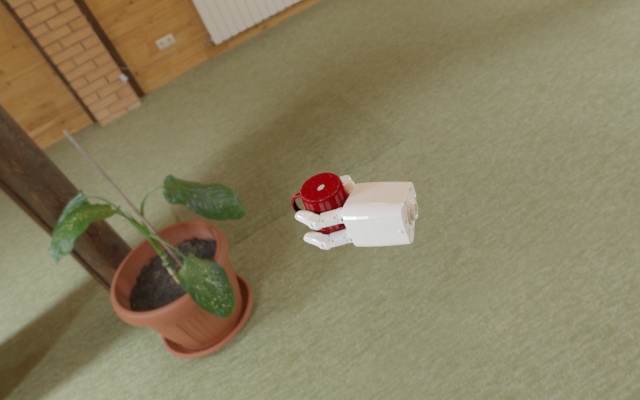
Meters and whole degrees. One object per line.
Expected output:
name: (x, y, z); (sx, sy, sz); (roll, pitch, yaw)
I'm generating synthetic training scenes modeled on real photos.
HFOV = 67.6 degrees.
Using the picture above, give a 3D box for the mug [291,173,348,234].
mug: (-0.001, 0.003, 0.899); (0.117, 0.093, 0.082); (-3, -46, 23)
